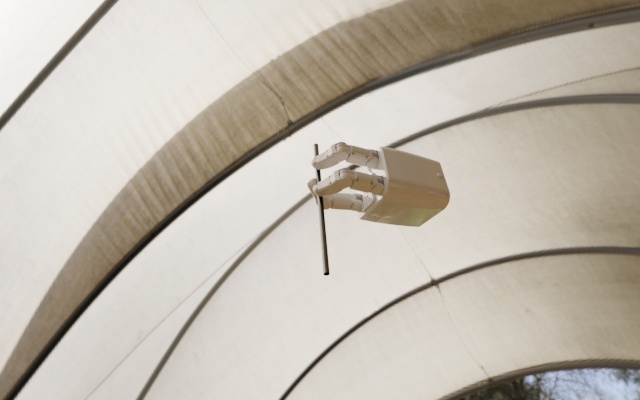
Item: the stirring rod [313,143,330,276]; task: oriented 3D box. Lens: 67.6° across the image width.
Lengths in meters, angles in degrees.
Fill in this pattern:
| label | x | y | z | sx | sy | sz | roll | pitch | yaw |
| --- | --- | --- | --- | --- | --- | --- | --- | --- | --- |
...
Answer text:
| label | x | y | z | sx | sy | sz | roll | pitch | yaw |
| --- | --- | --- | --- | --- | --- | --- | --- | --- | --- |
| stirring rod | 0.000 | 0.002 | 0.676 | 0.011 | 0.239 | 0.011 | -3 | -41 | -2 |
